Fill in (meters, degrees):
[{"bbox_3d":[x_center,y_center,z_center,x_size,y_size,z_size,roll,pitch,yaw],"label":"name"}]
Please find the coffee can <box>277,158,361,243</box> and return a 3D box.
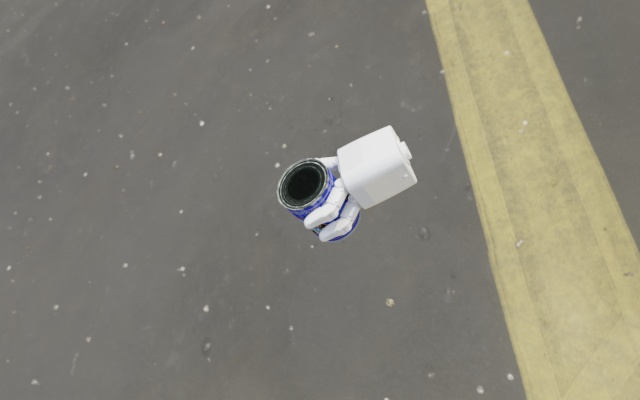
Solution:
[{"bbox_3d":[0.000,0.003,0.872,0.103,0.102,0.140,0,-27,31],"label":"coffee can"}]
